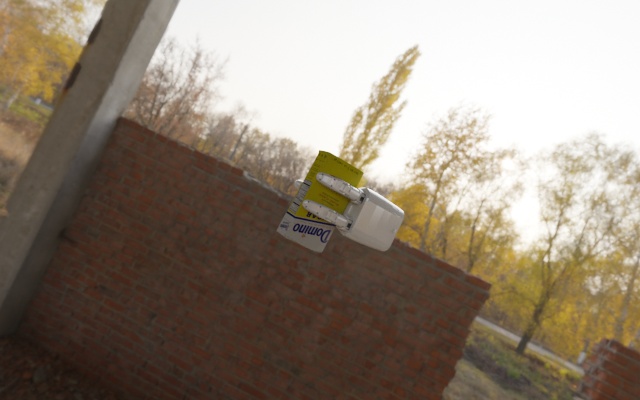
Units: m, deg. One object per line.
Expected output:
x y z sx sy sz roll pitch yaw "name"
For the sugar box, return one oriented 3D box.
0.001 0.003 0.895 0.093 0.176 0.048 27 -2 -32 "sugar box"
